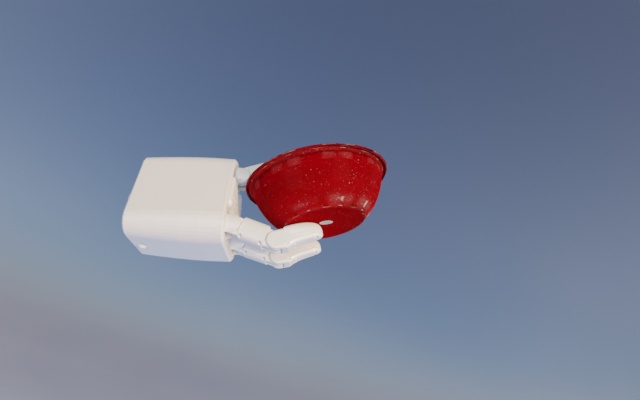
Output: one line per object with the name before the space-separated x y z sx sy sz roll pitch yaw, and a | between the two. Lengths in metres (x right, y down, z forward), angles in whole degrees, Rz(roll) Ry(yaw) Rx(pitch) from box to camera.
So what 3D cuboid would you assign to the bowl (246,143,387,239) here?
bowl | 0.001 0.002 0.532 0.162 0.055 0.162 -9 -24 -4
